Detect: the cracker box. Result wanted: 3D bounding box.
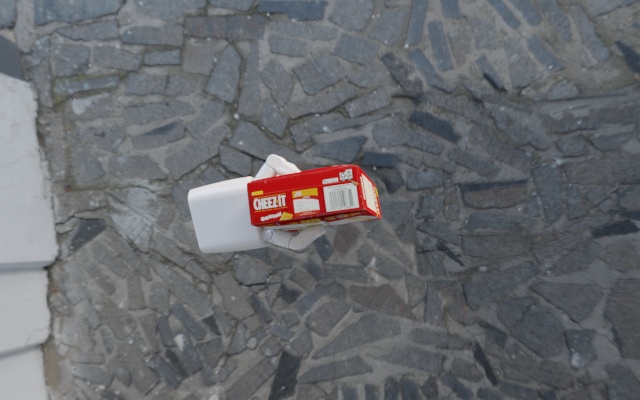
[{"bbox_3d":[0.000,0.003,0.751,0.164,0.072,0.214,-9,-7,12],"label":"cracker box"}]
